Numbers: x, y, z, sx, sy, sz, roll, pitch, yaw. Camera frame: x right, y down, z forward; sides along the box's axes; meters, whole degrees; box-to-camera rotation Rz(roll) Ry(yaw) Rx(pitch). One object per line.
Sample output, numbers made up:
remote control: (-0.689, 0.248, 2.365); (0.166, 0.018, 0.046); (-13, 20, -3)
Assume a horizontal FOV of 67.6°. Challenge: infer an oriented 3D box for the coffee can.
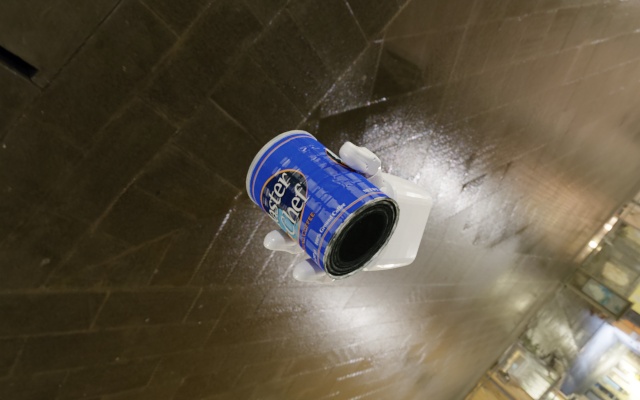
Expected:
coffee can: (0.000, 0.002, 0.518); (0.103, 0.103, 0.140); (0, 33, -49)
